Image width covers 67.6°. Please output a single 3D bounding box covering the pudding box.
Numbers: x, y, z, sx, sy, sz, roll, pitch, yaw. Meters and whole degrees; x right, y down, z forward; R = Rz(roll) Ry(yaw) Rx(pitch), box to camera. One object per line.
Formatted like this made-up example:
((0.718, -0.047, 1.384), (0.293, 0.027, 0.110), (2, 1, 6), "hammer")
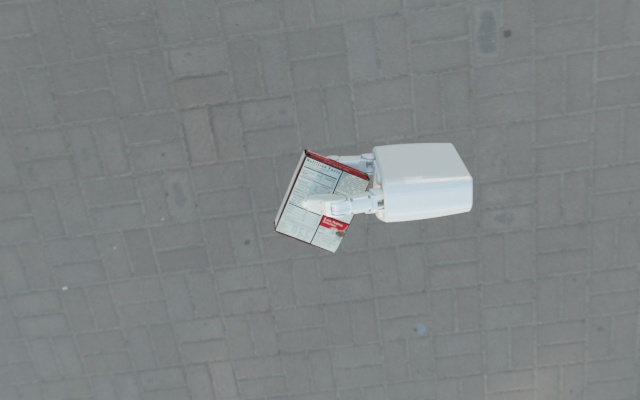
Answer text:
((0.000, 0.002, 0.612), (0.090, 0.113, 0.039), (22, 15, -9), "pudding box")
